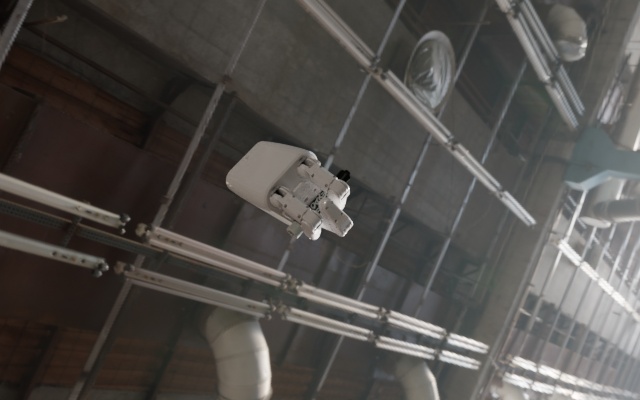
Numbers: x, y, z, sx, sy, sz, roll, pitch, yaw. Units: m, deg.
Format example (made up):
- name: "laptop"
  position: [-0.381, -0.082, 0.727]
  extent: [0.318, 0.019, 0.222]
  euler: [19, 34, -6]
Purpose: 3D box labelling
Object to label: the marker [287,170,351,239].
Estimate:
- name: "marker"
  position: [0.000, 0.002, 0.649]
  extent: [0.020, 0.121, 0.020]
  euler: [37, -20, 15]
